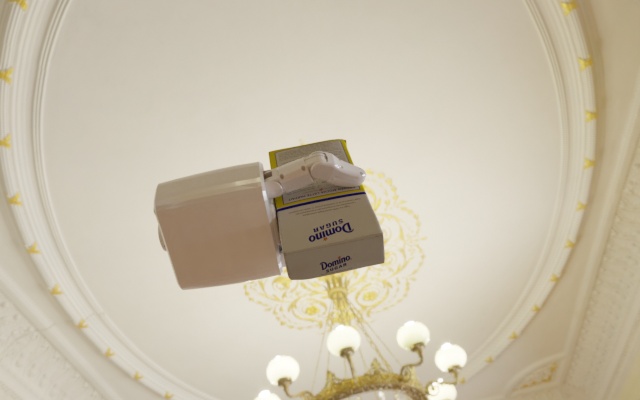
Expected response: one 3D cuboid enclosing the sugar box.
[{"bbox_3d":[0.000,0.002,0.497,0.093,0.048,0.176,-11,40,-2],"label":"sugar box"}]
